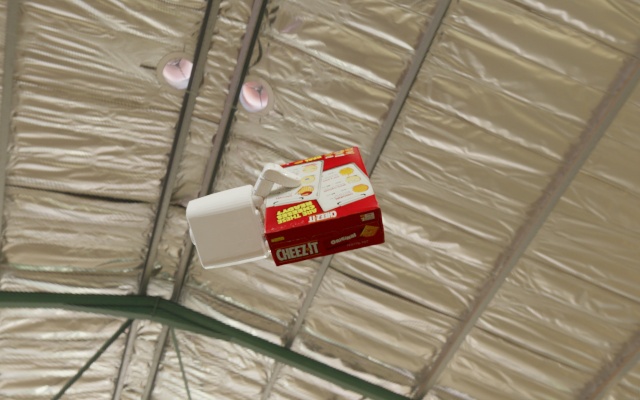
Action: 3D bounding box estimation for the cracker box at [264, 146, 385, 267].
[{"bbox_3d":[0.000,0.002,0.753,0.164,0.072,0.213,-13,30,3],"label":"cracker box"}]
